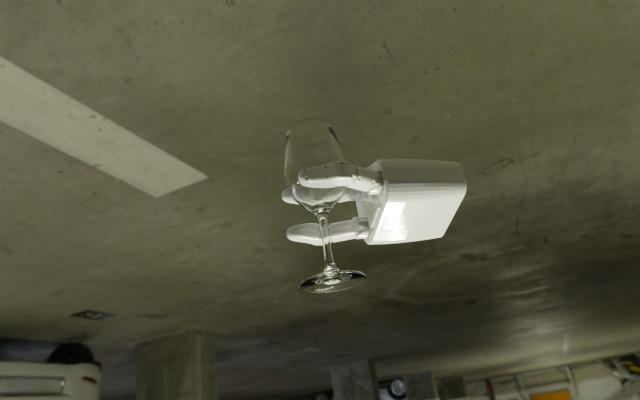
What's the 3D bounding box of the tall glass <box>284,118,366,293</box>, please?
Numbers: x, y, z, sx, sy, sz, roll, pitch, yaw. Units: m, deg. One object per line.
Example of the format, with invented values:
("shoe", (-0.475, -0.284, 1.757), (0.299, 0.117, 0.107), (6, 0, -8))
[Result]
("tall glass", (0.000, 0.002, 0.568), (0.079, 0.201, 0.079), (-7, -25, -3))
